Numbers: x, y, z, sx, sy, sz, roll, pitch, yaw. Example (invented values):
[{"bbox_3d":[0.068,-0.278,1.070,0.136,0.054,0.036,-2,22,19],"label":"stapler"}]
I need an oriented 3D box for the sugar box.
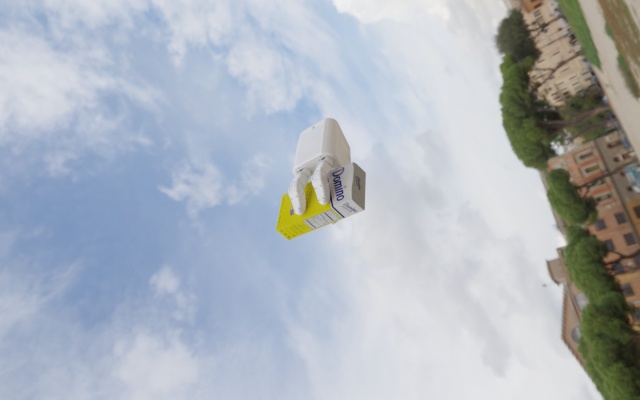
[{"bbox_3d":[0.000,0.003,0.881,0.176,0.093,0.048,-26,-50,32],"label":"sugar box"}]
